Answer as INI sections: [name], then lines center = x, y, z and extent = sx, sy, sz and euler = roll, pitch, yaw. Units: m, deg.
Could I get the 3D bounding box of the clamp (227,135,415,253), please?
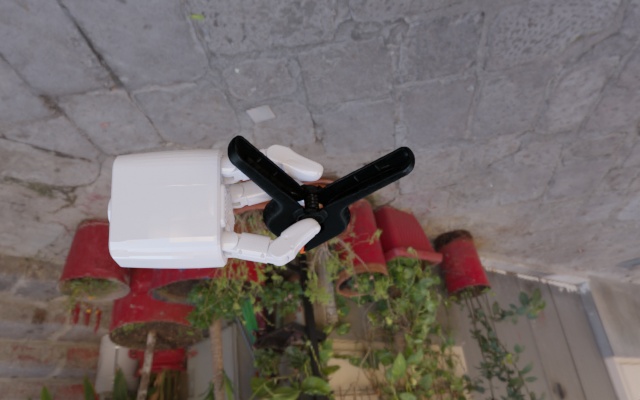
[clamp]
center = 0.000, 0.003, 0.491
extent = 0.164, 0.036, 0.210
euler = 0, -29, -2
